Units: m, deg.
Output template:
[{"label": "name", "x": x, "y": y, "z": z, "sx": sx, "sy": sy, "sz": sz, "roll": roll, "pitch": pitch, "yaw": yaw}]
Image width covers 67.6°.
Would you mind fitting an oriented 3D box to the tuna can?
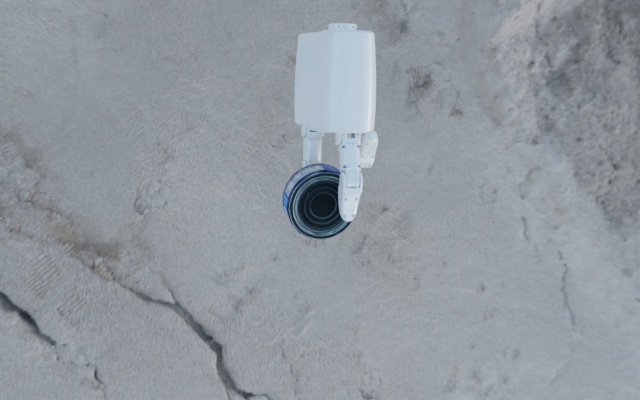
[{"label": "tuna can", "x": 0.000, "y": 0.002, "z": 0.561, "sx": 0.086, "sy": 0.086, "sz": 0.033, "roll": 0, "pitch": 18, "yaw": -15}]
